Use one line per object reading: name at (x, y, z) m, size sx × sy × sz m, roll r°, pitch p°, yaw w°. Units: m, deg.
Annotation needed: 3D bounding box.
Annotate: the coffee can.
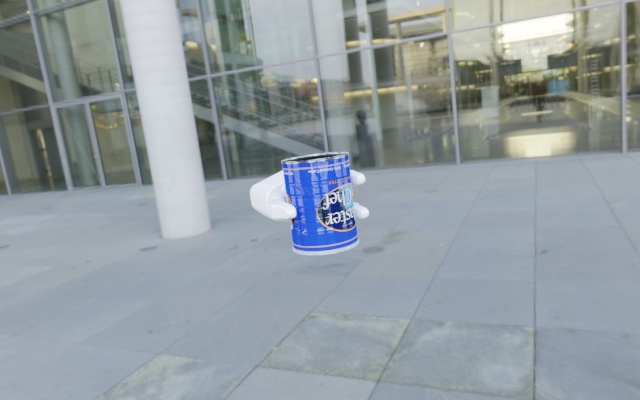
coffee can at (0.000, 0.003, 0.726) m, size 0.103 × 0.140 × 0.103 m, roll -7°, pitch 10°, yaw 1°
